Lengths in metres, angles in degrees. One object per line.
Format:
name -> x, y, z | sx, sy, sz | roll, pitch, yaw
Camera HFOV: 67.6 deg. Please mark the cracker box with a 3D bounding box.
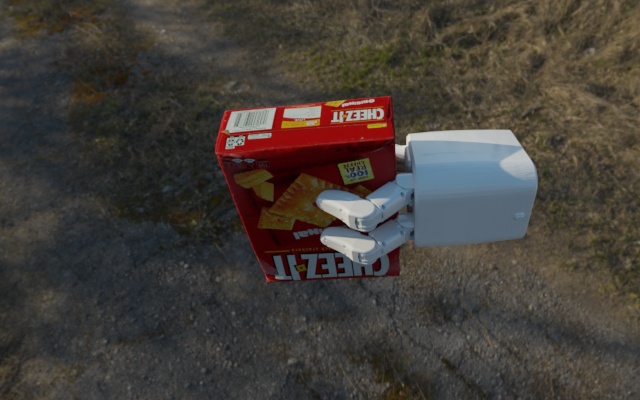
cracker box -> 0.000, 0.001, 0.507 | 0.164, 0.072, 0.214 | -3, -44, 8
